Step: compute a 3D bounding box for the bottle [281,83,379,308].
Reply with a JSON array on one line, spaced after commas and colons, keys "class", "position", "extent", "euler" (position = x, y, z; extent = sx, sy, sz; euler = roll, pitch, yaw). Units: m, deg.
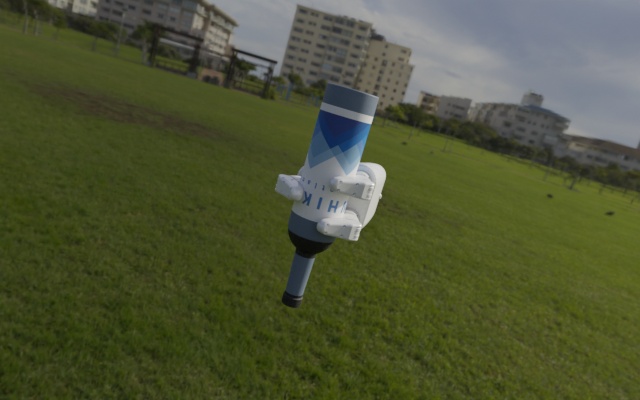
[{"class": "bottle", "position": [0.000, 0.002, 0.619], "extent": [0.069, 0.296, 0.069], "euler": [16, 12, -3]}]
